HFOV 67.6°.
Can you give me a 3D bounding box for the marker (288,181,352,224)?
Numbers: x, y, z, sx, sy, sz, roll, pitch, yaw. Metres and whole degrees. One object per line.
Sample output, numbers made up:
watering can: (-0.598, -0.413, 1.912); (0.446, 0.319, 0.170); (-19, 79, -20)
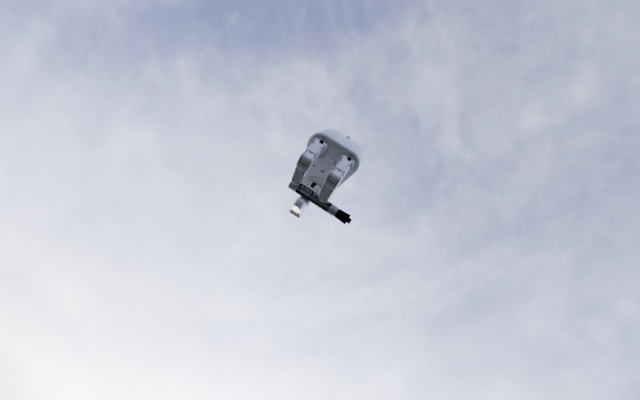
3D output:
marker: (0.000, 0.003, 0.804); (0.121, 0.020, 0.020); (33, 2, 3)
